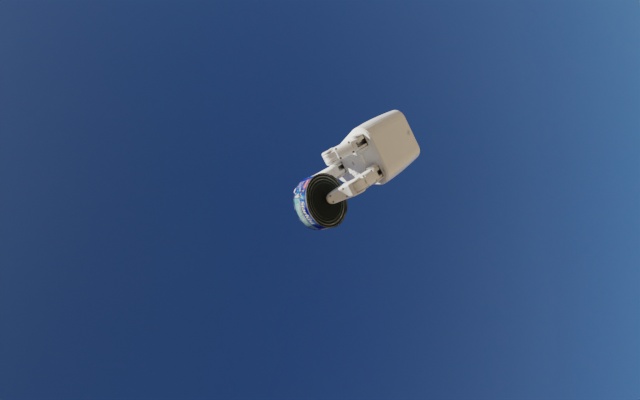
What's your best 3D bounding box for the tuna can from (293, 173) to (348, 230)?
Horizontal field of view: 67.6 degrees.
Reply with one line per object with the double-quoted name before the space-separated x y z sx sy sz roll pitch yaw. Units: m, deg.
"tuna can" 0.000 0.003 0.739 0.086 0.086 0.034 0 -10 -42
